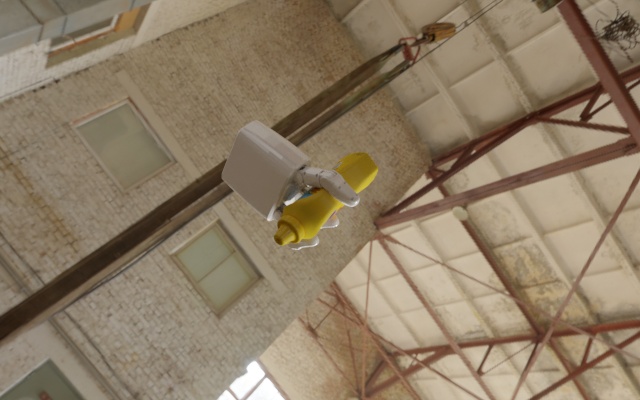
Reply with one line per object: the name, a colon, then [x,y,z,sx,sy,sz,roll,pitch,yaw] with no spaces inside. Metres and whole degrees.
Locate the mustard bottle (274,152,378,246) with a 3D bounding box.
mustard bottle: [0.001,0.002,0.698,0.191,0.058,0.096,-41,8,-37]
